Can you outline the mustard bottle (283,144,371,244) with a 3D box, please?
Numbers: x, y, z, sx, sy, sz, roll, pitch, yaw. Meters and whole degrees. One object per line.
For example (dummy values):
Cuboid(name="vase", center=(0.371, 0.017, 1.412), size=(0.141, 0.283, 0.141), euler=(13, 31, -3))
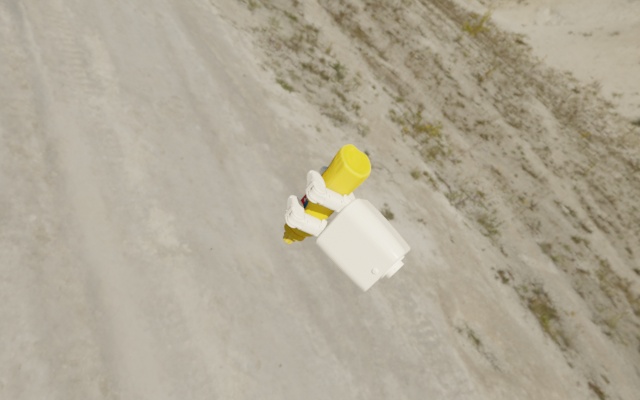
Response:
Cuboid(name="mustard bottle", center=(0.000, 0.002, 0.760), size=(0.058, 0.192, 0.096), euler=(35, 27, -10))
